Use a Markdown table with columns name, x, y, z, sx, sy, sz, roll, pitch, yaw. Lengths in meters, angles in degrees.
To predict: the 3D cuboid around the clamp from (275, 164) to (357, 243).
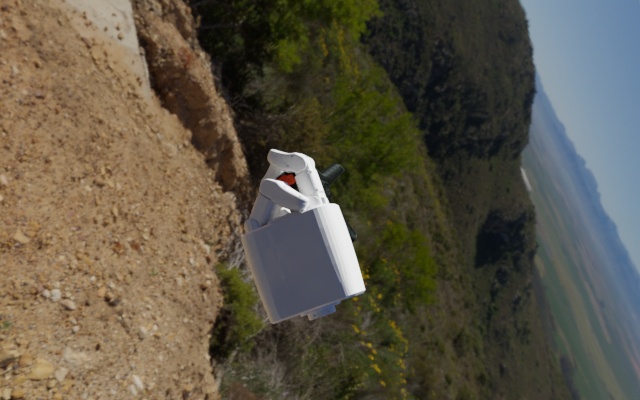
| name | x | y | z | sx | sy | sz | roll | pitch | yaw |
| --- | --- | --- | --- | --- | --- | --- | --- | --- | --- |
| clamp | 0.000 | 0.002 | 0.633 | 0.039 | 0.120 | 0.171 | -25 | -13 | 27 |
